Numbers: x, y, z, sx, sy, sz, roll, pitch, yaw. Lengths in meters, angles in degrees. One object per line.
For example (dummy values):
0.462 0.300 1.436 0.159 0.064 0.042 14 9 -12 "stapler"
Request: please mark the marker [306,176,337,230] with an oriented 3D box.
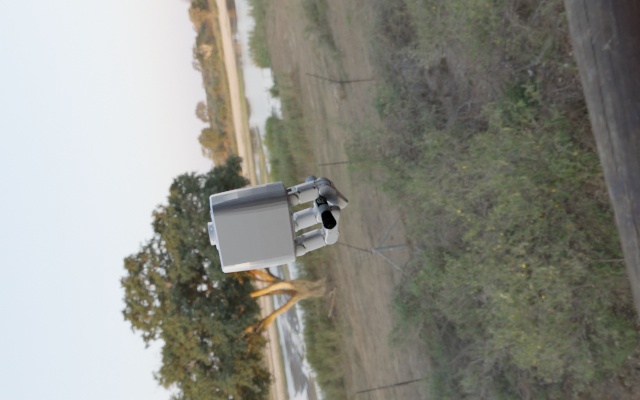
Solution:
0.000 0.002 0.683 0.020 0.020 0.121 0 33 -16 "marker"
